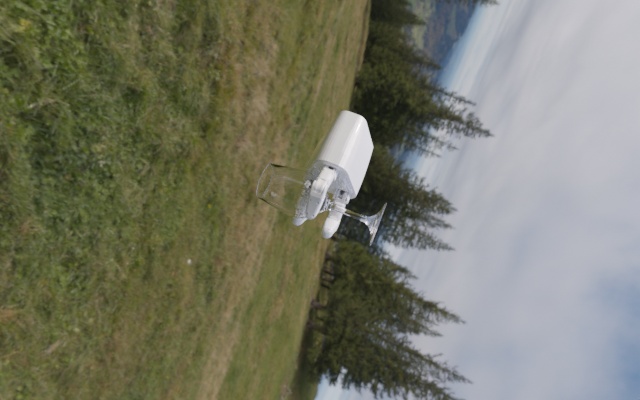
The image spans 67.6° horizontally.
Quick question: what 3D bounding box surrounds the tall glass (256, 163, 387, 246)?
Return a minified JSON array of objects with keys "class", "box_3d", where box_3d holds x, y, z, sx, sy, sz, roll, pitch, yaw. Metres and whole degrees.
[{"class":"tall glass","box_3d":[0.001,0.003,0.772,0.201,0.079,0.079,21,3,7]}]
